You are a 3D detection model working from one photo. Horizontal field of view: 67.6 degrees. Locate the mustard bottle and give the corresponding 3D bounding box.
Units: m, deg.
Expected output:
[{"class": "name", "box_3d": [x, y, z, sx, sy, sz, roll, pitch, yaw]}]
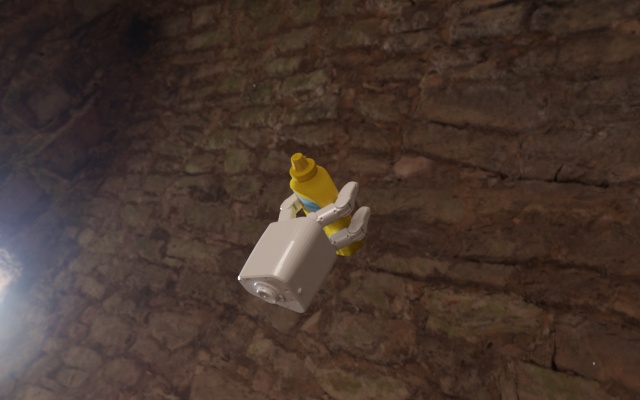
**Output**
[{"class": "mustard bottle", "box_3d": [0.000, 0.002, 0.760, 0.058, 0.192, 0.096, -41, 39, -15]}]
